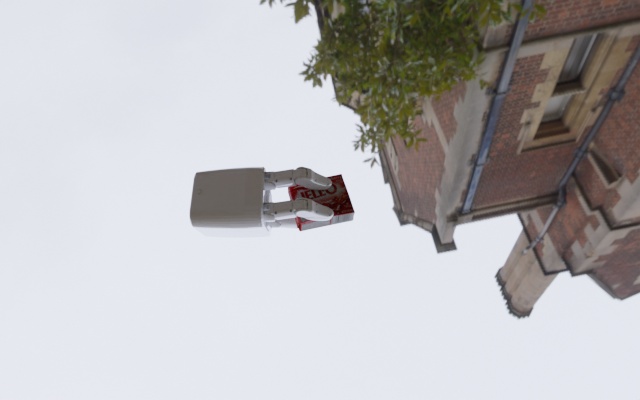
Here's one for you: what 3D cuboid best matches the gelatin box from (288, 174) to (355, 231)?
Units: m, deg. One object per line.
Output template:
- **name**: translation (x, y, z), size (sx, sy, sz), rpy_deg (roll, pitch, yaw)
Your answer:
- **gelatin box**: translation (0.000, 0.003, 0.735), size (0.089, 0.073, 0.030), rpy_deg (-11, -31, -11)
